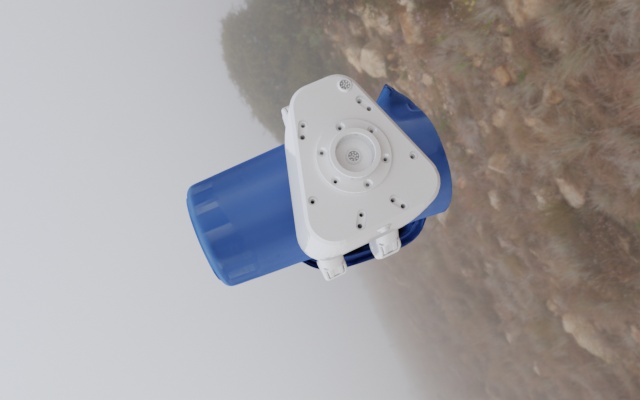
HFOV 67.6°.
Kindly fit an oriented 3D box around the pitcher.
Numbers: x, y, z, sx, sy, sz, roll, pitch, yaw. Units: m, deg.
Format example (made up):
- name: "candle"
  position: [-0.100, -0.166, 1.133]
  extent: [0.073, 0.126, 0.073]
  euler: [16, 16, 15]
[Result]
- name: "pitcher"
  position: [0.000, 0.002, 0.490]
  extent: [0.243, 0.149, 0.145]
  euler: [-22, -9, -7]
